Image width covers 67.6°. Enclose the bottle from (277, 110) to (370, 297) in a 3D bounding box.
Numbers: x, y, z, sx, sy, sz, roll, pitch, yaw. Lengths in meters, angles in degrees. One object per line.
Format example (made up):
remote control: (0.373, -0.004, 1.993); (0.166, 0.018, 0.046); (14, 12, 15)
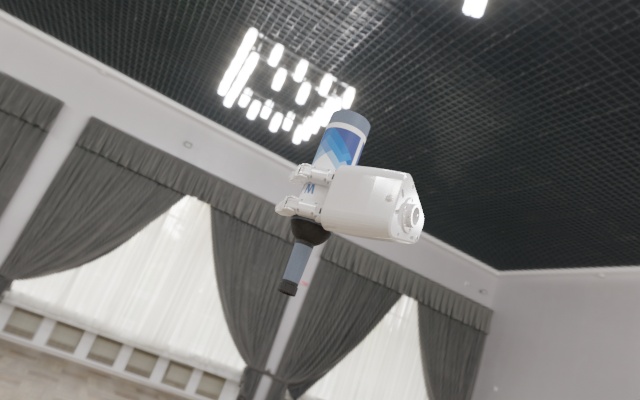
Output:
bottle: (0.000, 0.002, 0.728); (0.069, 0.295, 0.069); (19, -18, 6)
